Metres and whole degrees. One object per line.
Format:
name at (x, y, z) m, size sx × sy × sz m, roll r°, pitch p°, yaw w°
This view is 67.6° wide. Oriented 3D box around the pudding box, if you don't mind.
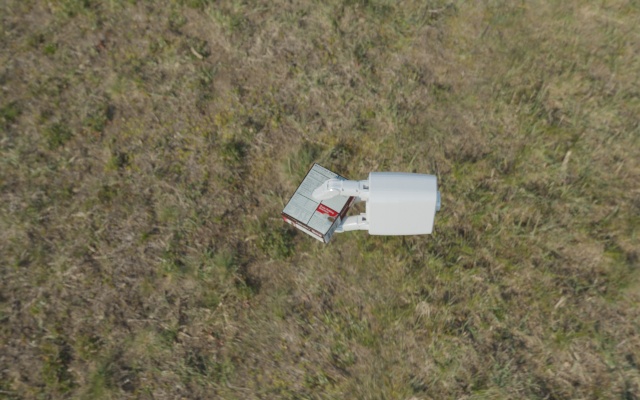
pudding box at (0.000, 0.003, 0.811) m, size 0.090 × 0.113 × 0.039 m, roll 28°, pitch -20°, yaw 17°
